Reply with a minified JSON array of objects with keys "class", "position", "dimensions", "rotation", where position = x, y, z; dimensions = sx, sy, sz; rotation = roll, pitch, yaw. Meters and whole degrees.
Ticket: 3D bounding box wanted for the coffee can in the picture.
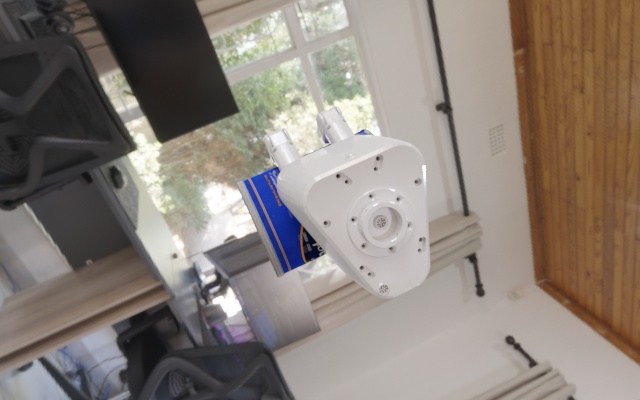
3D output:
[{"class":"coffee can","position":[0.000,0.002,0.482],"dimensions":[0.140,0.103,0.103],"rotation":[-24,4,-8]}]
